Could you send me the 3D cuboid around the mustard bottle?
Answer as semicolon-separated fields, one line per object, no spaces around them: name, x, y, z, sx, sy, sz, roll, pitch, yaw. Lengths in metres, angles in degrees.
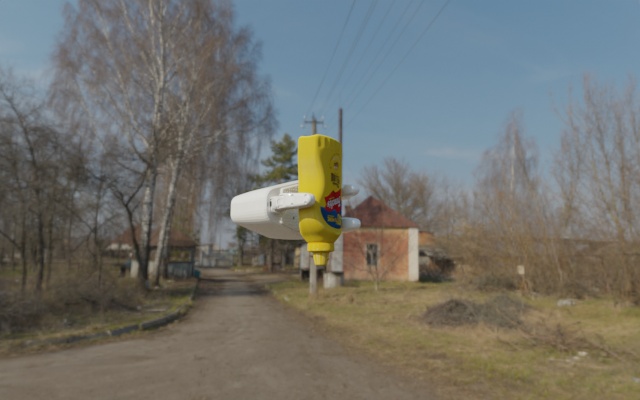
mustard bottle;0.000;0.002;0.728;0.058;0.191;0.096;-3;-8;23
